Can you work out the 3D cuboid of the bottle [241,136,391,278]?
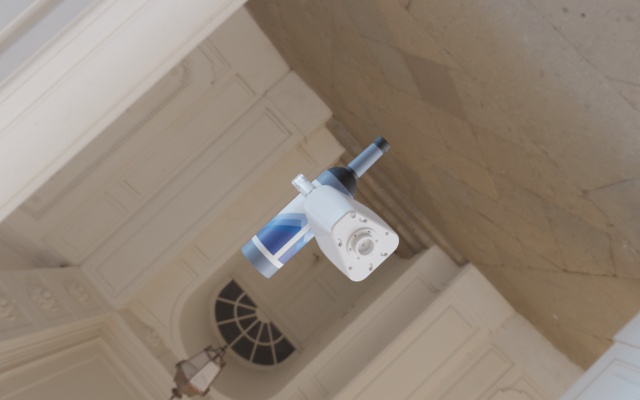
[{"bbox_3d":[0.000,0.003,0.788,0.295,0.069,0.069,-43,2,-2],"label":"bottle"}]
